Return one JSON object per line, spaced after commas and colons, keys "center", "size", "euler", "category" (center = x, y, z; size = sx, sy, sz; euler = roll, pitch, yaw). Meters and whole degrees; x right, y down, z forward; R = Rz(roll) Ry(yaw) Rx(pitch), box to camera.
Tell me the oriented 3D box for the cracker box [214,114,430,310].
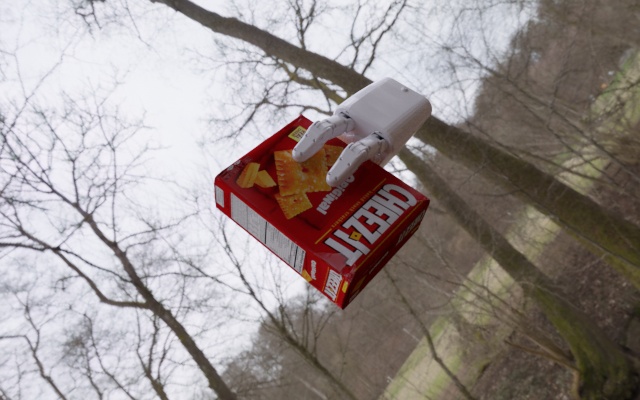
{"center": [0.000, 0.002, 0.594], "size": [0.213, 0.072, 0.164], "euler": [36, 55, 20], "category": "cracker box"}
